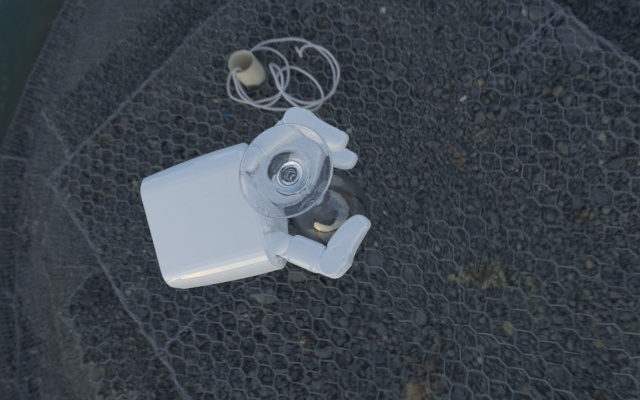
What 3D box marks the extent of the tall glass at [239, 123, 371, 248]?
[{"bbox_3d":[0.000,0.001,0.445,0.079,0.079,0.201,0,-14,17],"label":"tall glass"}]
